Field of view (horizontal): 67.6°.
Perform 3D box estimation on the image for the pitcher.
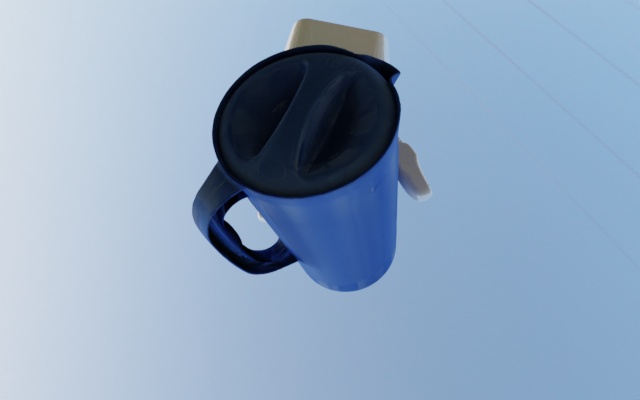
[{"bbox_3d":[0.000,0.001,0.425,0.149,0.145,0.243,-1,-29,11],"label":"pitcher"}]
